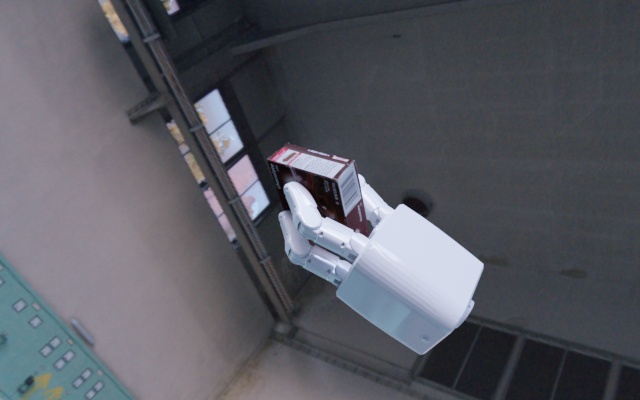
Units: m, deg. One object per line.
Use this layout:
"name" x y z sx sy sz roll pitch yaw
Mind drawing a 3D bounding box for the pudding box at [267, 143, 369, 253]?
"pudding box" 0.000 0.002 0.502 0.090 0.114 0.039 18 47 33
